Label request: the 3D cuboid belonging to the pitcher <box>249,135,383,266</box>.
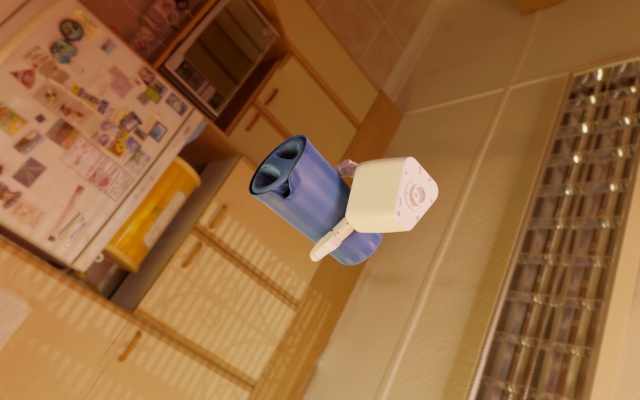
[{"bbox_3d":[0.000,0.003,0.858,0.243,0.149,0.145,43,-29,-28],"label":"pitcher"}]
